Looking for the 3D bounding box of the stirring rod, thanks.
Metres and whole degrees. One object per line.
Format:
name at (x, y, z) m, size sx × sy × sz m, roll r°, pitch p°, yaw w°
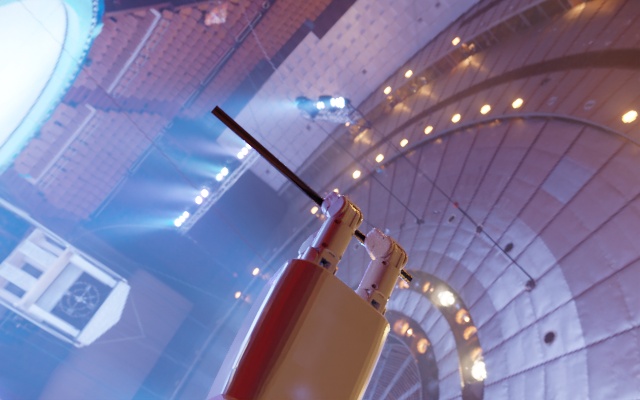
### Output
stirring rod at (0.000, 0.001, 0.422) m, size 0.239 × 0.011 × 0.011 m, roll 41°, pitch -16°, yaw -19°
